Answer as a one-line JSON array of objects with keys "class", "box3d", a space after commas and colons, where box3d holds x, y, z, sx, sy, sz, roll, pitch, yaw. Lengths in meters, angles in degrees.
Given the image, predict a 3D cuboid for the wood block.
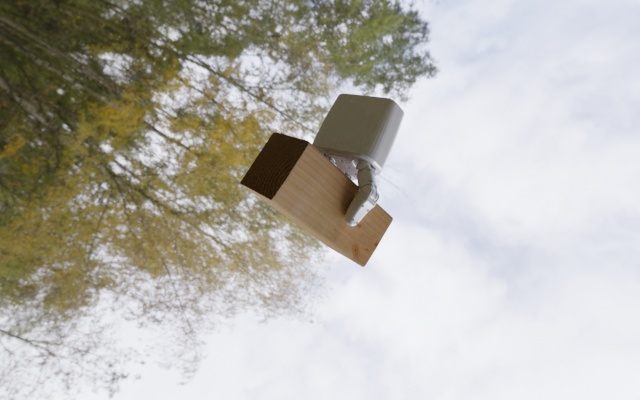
[{"class": "wood block", "box3d": [0.001, 0.002, 0.686, 0.206, 0.090, 0.091, 38, -10, -38]}]
